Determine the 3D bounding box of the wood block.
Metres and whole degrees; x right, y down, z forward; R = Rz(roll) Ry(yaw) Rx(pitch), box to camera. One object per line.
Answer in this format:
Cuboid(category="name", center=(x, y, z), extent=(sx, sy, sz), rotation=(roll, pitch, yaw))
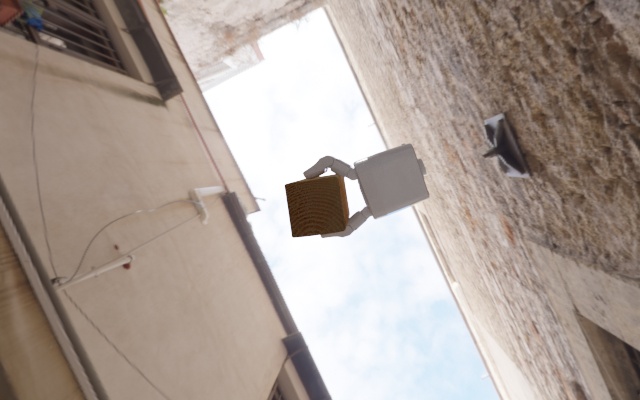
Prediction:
Cuboid(category="wood block", center=(0.001, 0.003, 0.857), extent=(0.090, 0.091, 0.206), rotation=(-8, 4, 6))
